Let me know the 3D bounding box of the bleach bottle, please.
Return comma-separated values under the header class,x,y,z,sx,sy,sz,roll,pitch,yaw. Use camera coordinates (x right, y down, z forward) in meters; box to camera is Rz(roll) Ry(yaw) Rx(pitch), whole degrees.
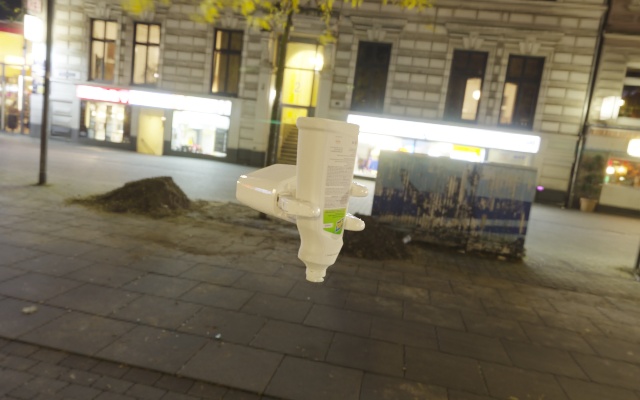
class,x,y,z,sx,sy,sz,roll,pitch,yaw
bleach bottle,0.000,0.002,0.735,0.068,0.251,0.102,15,11,43
